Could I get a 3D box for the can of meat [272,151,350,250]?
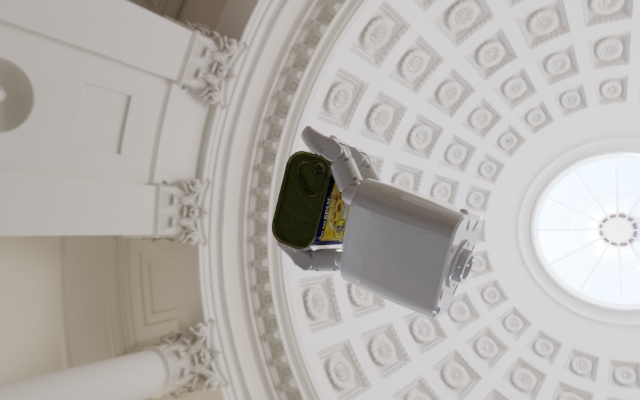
[{"bbox_3d":[0.000,0.002,0.537,0.057,0.102,0.084,17,6,32],"label":"can of meat"}]
